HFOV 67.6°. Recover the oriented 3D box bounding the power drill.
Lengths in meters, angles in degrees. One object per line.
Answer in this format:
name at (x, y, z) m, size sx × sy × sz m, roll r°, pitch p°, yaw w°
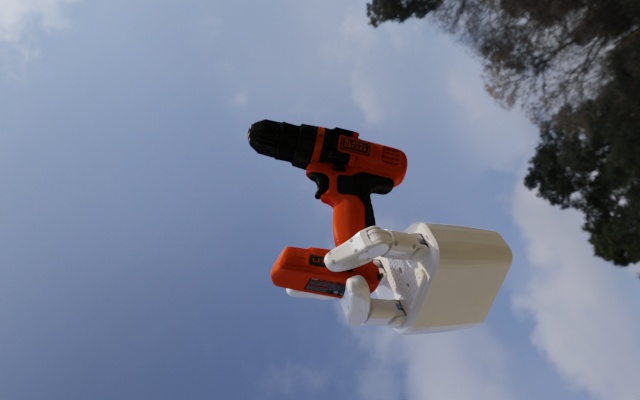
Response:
power drill at (0.000, 0.002, 0.506) m, size 0.184 × 0.187 × 0.057 m, roll 12°, pitch -30°, yaw -5°
